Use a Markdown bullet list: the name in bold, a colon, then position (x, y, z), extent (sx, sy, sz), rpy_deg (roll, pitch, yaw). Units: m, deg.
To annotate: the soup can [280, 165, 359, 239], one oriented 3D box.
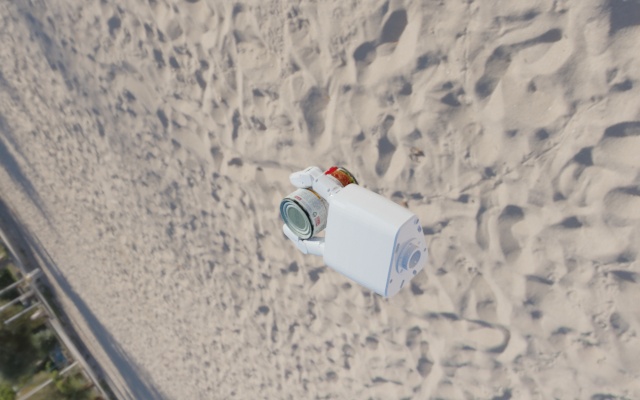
- **soup can**: position (0.000, 0.002, 0.688), extent (0.102, 0.068, 0.068), rpy_deg (-35, 20, -32)
